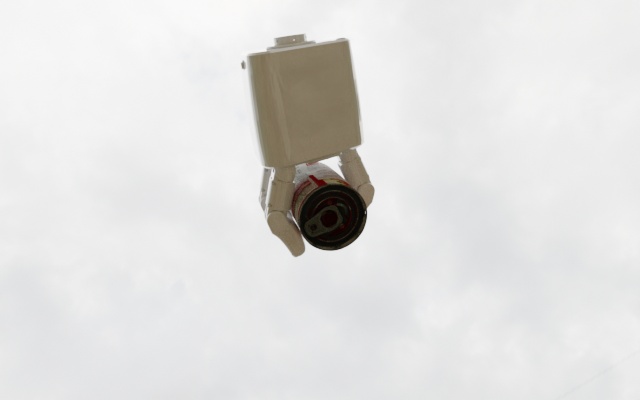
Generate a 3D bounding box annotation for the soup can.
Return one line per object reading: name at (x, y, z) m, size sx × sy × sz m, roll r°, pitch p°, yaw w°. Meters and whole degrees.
soup can at (0.000, 0.002, 0.498) m, size 0.068 × 0.068 × 0.102 m, roll 0°, pitch 18°, yaw -15°
